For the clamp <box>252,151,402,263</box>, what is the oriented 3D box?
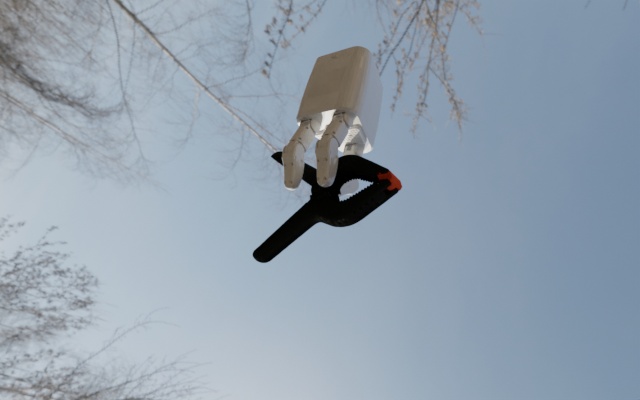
[{"bbox_3d":[0.001,0.002,0.603,0.210,0.164,0.036,-3,-25,37],"label":"clamp"}]
